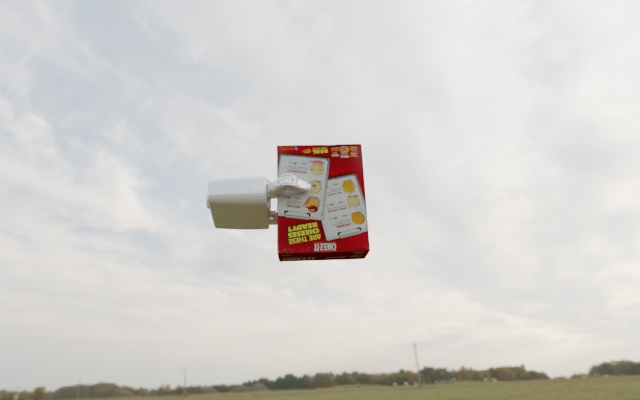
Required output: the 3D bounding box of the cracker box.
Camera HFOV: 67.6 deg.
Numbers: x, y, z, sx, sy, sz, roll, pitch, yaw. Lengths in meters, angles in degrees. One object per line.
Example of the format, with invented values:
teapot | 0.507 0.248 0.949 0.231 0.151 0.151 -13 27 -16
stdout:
cracker box | 0.000 0.003 0.895 0.164 0.213 0.072 -1 -21 -3
